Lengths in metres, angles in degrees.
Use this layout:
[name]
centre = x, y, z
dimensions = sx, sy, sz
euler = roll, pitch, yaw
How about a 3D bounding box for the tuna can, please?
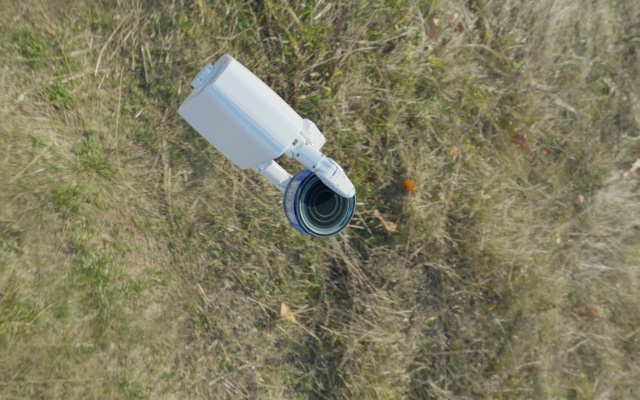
[tuna can]
centre = 0.000, 0.002, 0.582
dimensions = 0.086, 0.086, 0.033
euler = 0, 7, -30
